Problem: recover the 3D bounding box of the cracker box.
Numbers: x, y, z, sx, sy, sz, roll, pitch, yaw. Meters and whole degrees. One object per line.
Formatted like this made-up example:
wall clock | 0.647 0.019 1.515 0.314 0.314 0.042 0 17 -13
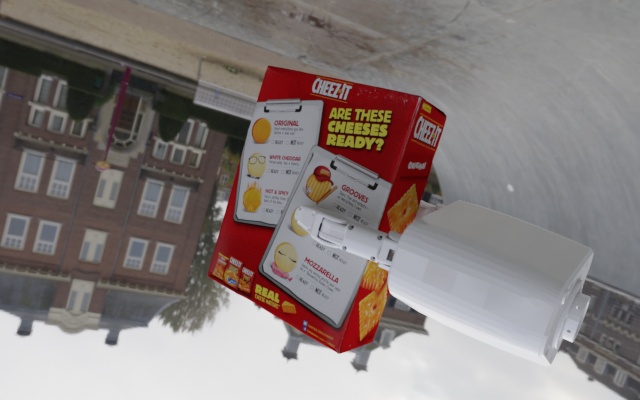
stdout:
cracker box | 0.000 0.002 0.438 0.164 0.214 0.072 21 7 33
